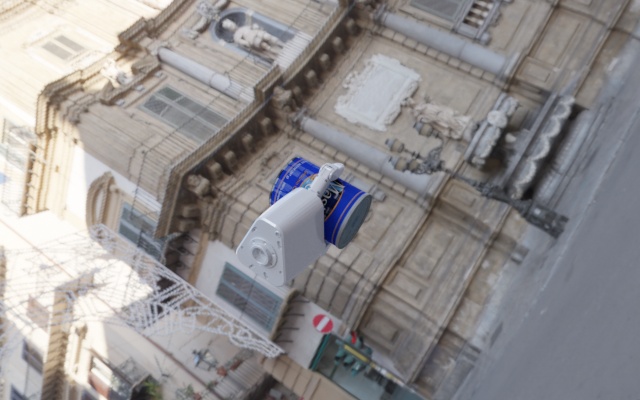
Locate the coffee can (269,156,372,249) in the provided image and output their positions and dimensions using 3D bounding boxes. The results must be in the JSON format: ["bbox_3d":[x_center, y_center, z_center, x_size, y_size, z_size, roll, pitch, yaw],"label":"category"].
[{"bbox_3d":[0.000,0.003,0.799,0.140,0.103,0.103,30,10,18],"label":"coffee can"}]
